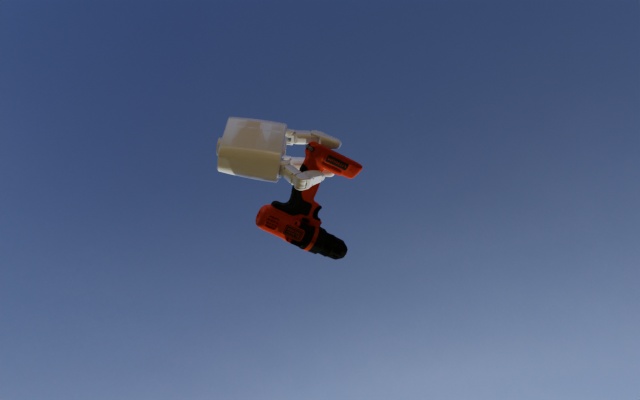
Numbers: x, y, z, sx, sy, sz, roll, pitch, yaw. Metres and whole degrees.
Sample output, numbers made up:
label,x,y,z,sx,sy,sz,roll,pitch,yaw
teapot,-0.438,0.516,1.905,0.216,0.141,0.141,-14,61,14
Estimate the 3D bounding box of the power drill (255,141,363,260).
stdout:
label,x,y,z,sx,sy,sz,roll,pitch,yaw
power drill,0.000,0.002,0.863,0.184,0.187,0.057,25,6,-20
